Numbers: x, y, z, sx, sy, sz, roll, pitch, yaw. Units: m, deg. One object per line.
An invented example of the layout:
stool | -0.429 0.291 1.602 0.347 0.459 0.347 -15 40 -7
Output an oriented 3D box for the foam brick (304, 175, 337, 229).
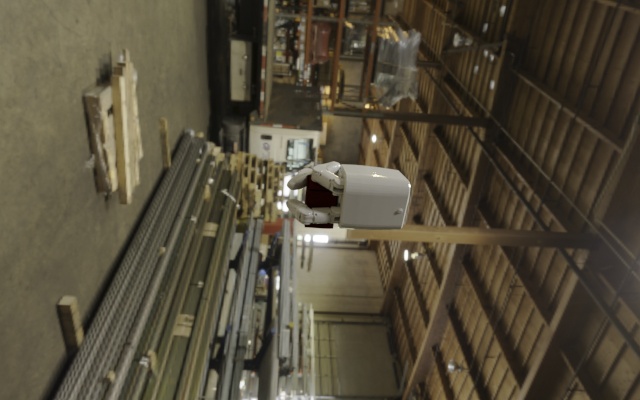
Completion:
foam brick | 0.000 0.003 0.812 0.051 0.078 0.053 4 33 -4
